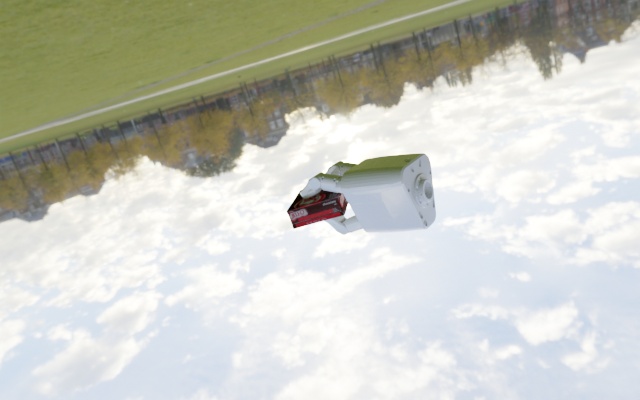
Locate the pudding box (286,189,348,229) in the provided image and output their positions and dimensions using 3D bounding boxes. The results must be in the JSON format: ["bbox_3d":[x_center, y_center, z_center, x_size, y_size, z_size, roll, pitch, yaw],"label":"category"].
[{"bbox_3d":[0.000,0.003,0.803,0.090,0.039,0.113,-15,14,14],"label":"pudding box"}]
